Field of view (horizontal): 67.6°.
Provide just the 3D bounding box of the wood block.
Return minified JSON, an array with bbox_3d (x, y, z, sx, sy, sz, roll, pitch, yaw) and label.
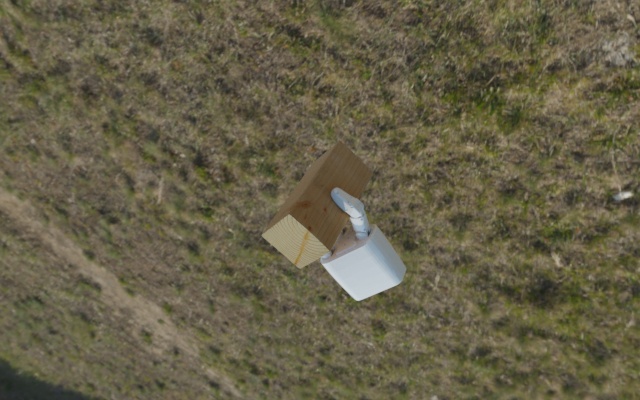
[{"bbox_3d":[0.001,0.003,0.821,0.091,0.090,0.206,-35,17,45],"label":"wood block"}]
